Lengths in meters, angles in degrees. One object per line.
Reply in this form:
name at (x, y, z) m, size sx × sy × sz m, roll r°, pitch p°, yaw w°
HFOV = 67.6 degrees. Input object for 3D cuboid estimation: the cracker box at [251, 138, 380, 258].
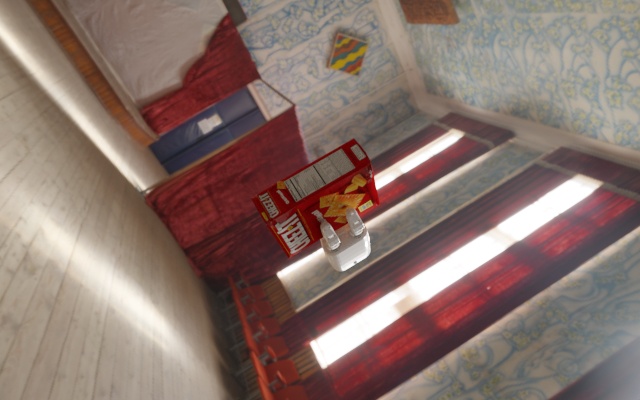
cracker box at (0.000, 0.003, 0.888) m, size 0.213 × 0.072 × 0.164 m, roll -31°, pitch -30°, yaw -5°
